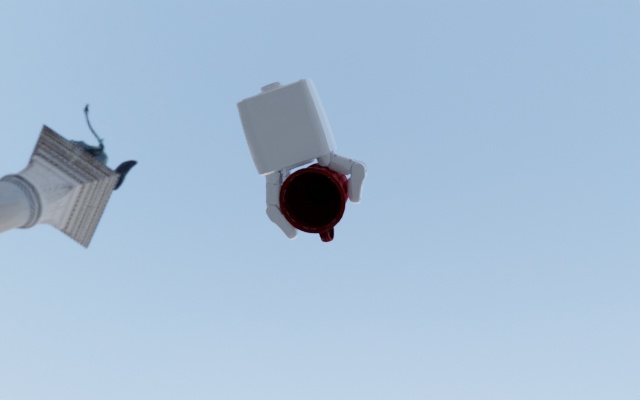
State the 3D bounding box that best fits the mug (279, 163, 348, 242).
[{"bbox_3d":[0.001,0.004,0.686,0.093,0.117,0.081,-14,11,16],"label":"mug"}]
